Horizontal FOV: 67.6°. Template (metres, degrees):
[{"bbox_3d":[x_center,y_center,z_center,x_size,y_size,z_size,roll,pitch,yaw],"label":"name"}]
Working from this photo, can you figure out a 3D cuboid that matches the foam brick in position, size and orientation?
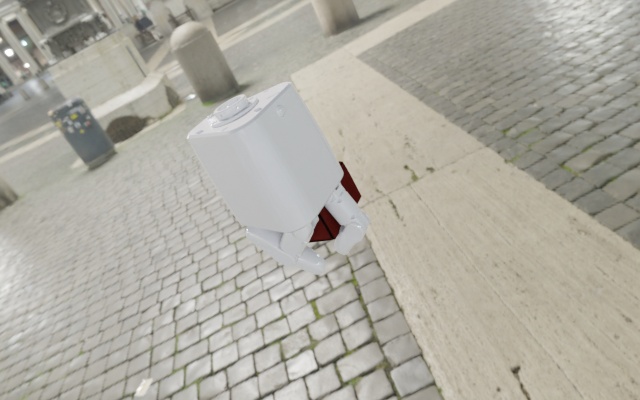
[{"bbox_3d":[0.000,0.002,0.519,0.053,0.051,0.078,-11,31,38],"label":"foam brick"}]
